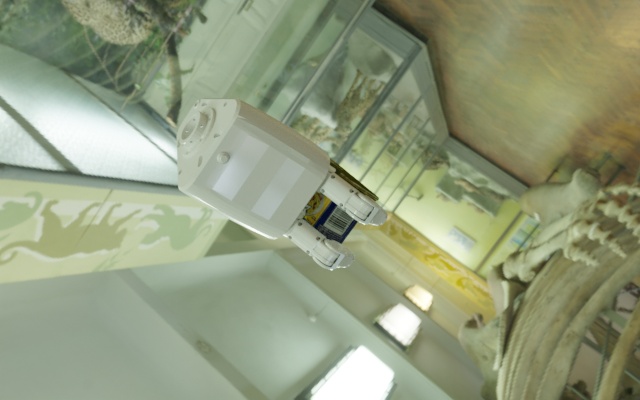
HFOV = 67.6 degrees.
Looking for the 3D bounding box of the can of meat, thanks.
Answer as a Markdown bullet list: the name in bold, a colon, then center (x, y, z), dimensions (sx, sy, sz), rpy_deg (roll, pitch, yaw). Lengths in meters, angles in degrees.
- **can of meat**: center (0.000, 0.002, 0.510), dimensions (0.057, 0.084, 0.102), rpy_deg (30, 10, -39)
